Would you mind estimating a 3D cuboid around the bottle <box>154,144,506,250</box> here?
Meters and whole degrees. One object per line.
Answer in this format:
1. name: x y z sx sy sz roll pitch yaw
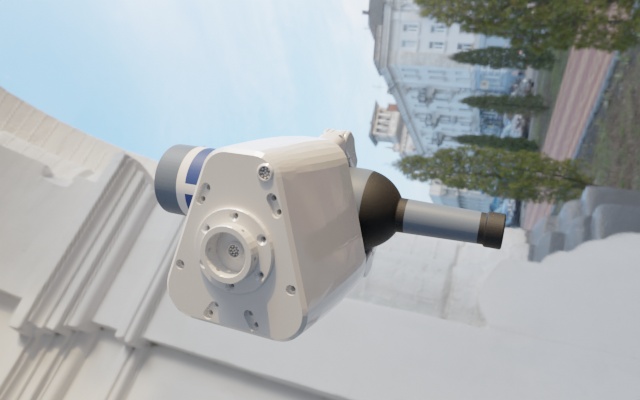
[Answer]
1. bottle: 0.000 0.001 0.406 0.295 0.069 0.069 9 3 20
